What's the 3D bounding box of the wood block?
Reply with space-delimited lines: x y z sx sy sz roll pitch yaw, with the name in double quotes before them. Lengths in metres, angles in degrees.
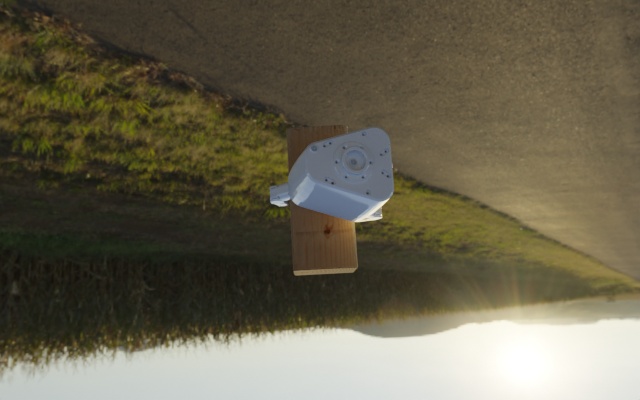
"wood block" 0.000 0.002 0.708 0.091 0.206 0.090 -3 -13 -2
